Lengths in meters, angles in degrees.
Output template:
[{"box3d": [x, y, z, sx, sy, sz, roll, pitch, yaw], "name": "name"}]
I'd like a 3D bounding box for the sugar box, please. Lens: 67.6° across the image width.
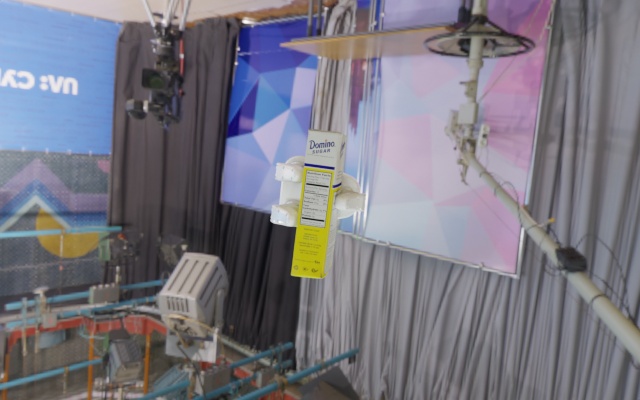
[{"box3d": [0.000, 0.002, 0.600, 0.048, 0.176, 0.093, 5, 5, 8], "name": "sugar box"}]
